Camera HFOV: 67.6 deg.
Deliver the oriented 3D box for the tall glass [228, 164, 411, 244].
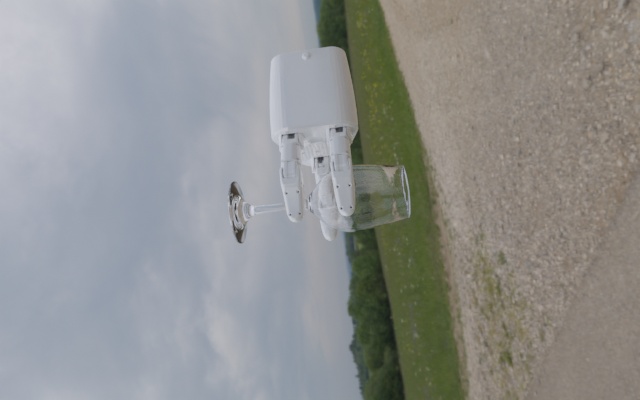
[{"bbox_3d":[-0.001,0.002,0.555,0.201,0.079,0.079,-7,-1,5],"label":"tall glass"}]
